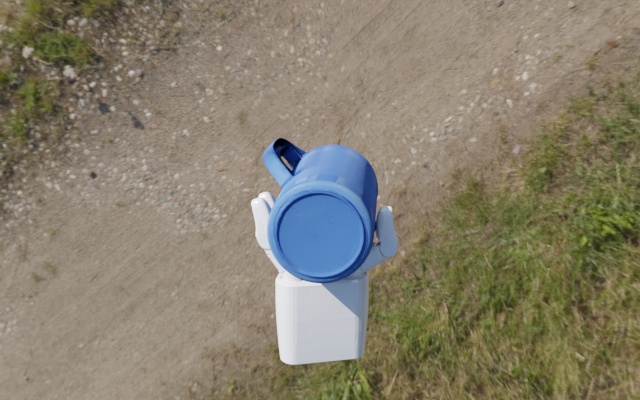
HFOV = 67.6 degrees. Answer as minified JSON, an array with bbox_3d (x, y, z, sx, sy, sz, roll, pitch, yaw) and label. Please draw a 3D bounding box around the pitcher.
[{"bbox_3d":[0.000,0.002,0.583,0.149,0.145,0.242,1,12,4],"label":"pitcher"}]
